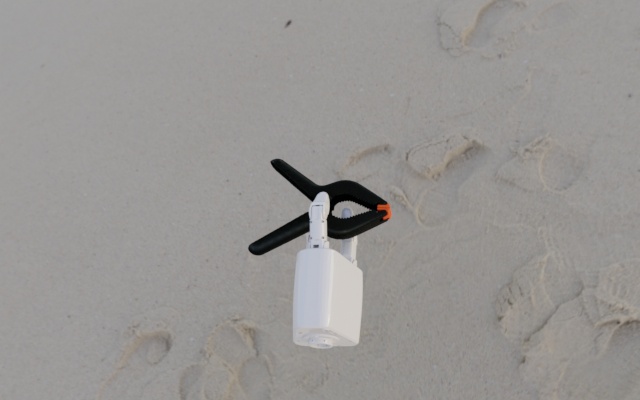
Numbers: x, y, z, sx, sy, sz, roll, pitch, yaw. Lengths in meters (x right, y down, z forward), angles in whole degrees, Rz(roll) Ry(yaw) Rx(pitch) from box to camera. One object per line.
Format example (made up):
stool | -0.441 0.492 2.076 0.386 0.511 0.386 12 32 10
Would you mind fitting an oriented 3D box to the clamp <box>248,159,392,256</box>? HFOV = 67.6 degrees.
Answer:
clamp | 0.000 0.002 0.718 0.210 0.164 0.036 -3 -28 12
